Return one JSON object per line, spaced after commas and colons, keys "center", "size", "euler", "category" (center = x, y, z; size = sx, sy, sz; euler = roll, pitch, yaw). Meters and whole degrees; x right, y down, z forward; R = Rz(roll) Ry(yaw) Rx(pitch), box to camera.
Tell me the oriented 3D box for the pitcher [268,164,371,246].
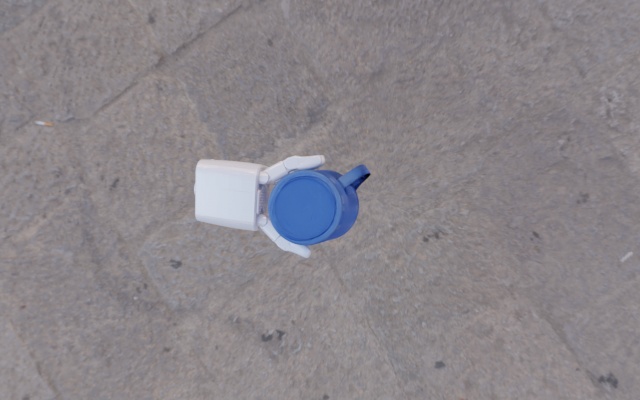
{"center": [0.000, 0.003, 0.785], "size": [0.145, 0.149, 0.243], "euler": [9, 2, 7], "category": "pitcher"}
